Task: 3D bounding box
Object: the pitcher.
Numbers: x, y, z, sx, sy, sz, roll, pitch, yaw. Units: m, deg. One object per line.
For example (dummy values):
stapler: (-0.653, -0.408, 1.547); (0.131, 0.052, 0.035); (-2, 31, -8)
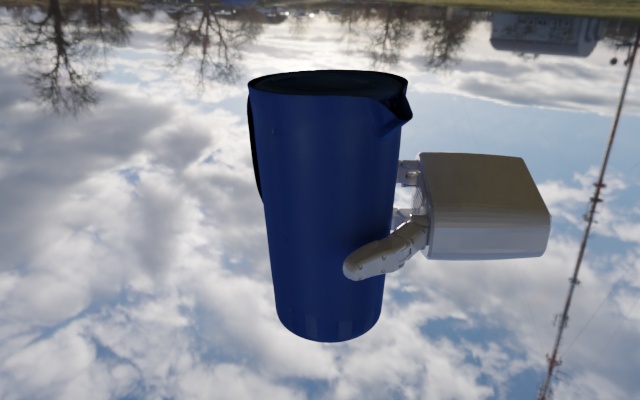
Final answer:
pitcher: (0.000, 0.001, 0.449); (0.145, 0.243, 0.149); (-1, 23, -1)
